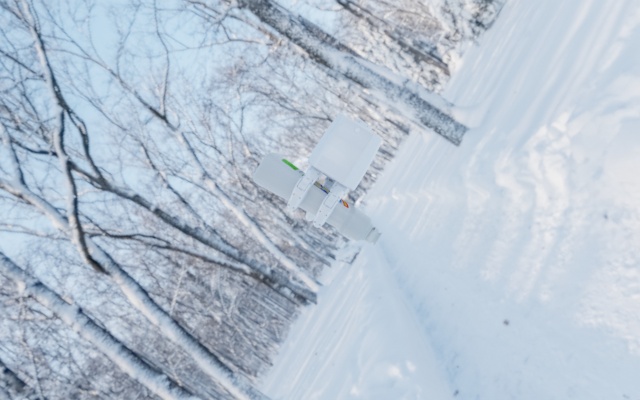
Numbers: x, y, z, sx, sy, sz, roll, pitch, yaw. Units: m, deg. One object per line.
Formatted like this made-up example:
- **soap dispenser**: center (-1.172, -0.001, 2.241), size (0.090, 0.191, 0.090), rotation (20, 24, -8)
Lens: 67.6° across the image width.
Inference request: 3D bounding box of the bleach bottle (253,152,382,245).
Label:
- **bleach bottle**: center (0.000, 0.003, 0.886), size (0.251, 0.068, 0.102), rotation (32, 7, 5)
